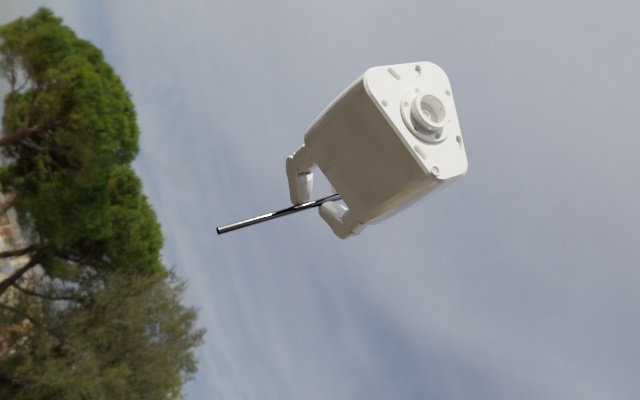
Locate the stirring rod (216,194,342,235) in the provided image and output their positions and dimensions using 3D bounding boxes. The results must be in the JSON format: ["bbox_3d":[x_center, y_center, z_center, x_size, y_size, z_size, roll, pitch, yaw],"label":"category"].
[{"bbox_3d":[0.000,0.002,0.521,0.239,0.011,0.011,-16,8,-32],"label":"stirring rod"}]
